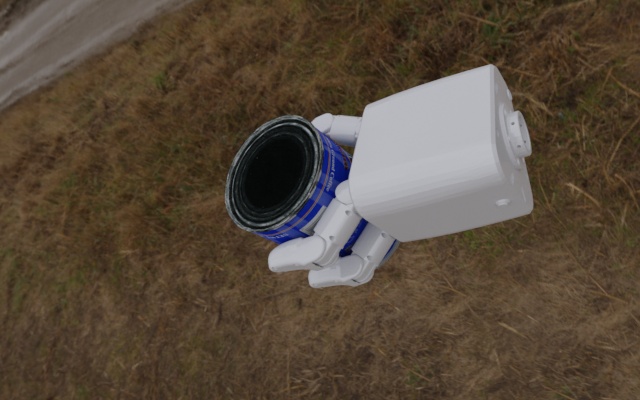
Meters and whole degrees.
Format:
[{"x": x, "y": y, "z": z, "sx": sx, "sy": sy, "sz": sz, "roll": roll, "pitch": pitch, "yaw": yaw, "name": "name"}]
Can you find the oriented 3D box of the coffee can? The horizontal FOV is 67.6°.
[{"x": 0.000, "y": 0.001, "z": 0.433, "sx": 0.103, "sy": 0.102, "sz": 0.140, "roll": 0, "pitch": -21, "yaw": 38, "name": "coffee can"}]
